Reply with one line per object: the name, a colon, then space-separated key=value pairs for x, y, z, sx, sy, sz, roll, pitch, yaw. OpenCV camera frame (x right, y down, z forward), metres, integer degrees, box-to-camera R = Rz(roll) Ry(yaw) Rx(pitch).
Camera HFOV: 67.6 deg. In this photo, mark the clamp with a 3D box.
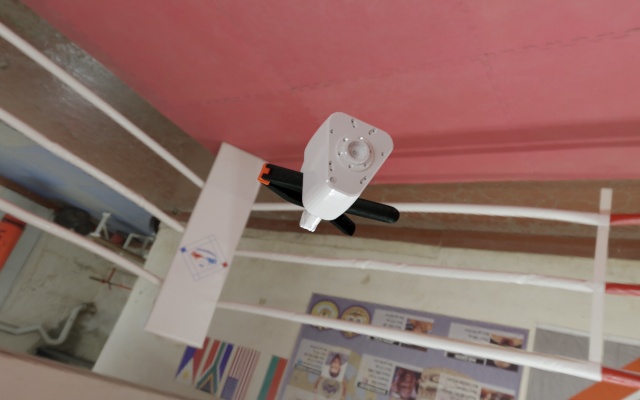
clamp: x=-0.001 y=0.003 z=0.749 sx=0.210 sy=0.036 sz=0.164 roll=23 pitch=-20 yaw=-9
